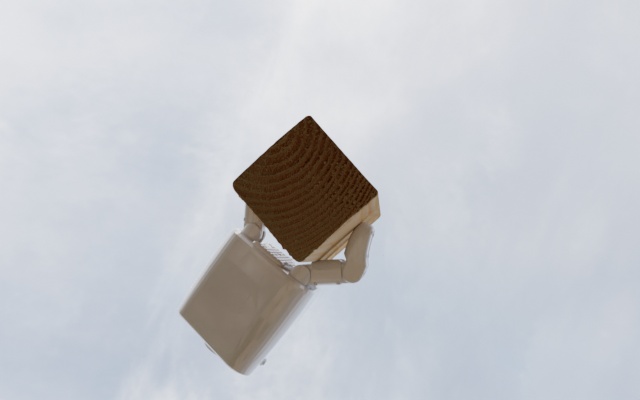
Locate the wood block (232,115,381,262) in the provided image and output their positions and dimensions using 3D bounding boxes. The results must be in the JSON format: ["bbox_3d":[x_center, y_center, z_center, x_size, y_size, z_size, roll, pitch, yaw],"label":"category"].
[{"bbox_3d":[0.000,0.002,0.486,0.090,0.091,0.206,-42,-10,1],"label":"wood block"}]
